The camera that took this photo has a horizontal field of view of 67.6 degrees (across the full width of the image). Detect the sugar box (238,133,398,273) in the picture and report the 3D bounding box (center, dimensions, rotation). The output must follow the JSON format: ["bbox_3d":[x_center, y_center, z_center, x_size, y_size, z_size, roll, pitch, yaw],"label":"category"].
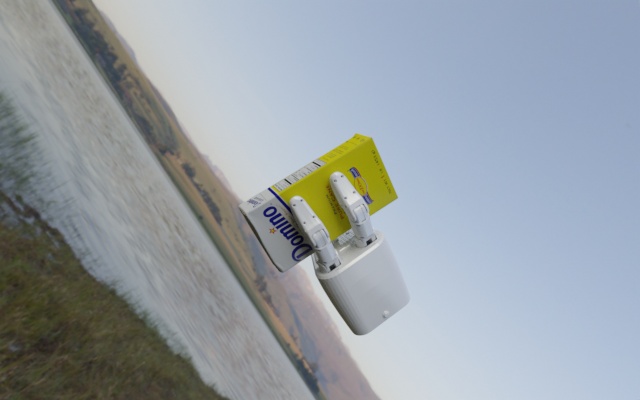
[{"bbox_3d":[0.000,0.002,0.581,0.176,0.093,0.048,-34,25,-13],"label":"sugar box"}]
